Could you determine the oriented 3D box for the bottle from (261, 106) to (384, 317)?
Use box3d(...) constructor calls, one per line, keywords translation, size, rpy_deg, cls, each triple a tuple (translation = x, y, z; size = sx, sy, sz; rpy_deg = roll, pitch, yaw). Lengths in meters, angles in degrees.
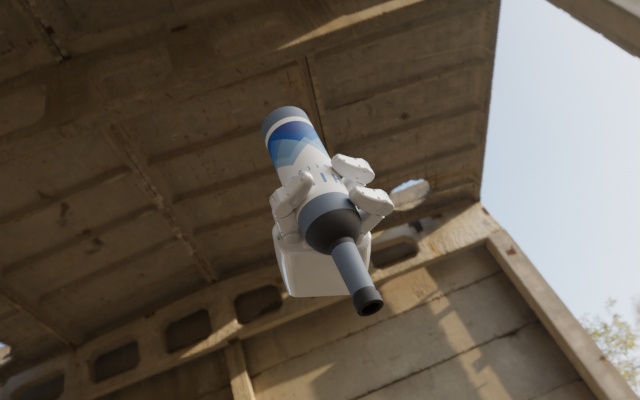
box3d(translation=(0.000, 0.002, 0.549), size=(0.069, 0.069, 0.295), rpy_deg=(0, 44, -27), cls="bottle")
